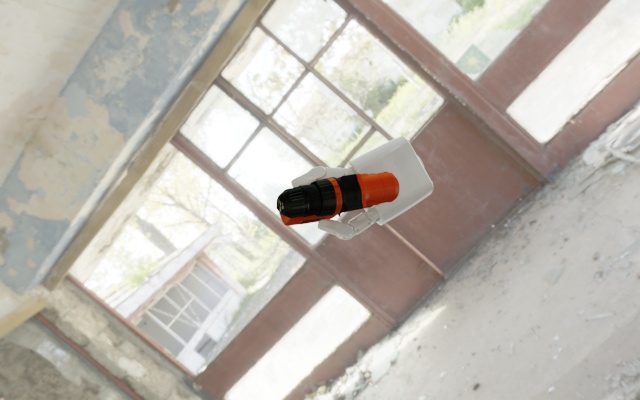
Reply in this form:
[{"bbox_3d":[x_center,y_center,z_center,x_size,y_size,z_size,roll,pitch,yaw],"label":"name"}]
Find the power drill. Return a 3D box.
[{"bbox_3d":[0.000,0.002,0.722,0.184,0.057,0.187,-8,-3,-24],"label":"power drill"}]
